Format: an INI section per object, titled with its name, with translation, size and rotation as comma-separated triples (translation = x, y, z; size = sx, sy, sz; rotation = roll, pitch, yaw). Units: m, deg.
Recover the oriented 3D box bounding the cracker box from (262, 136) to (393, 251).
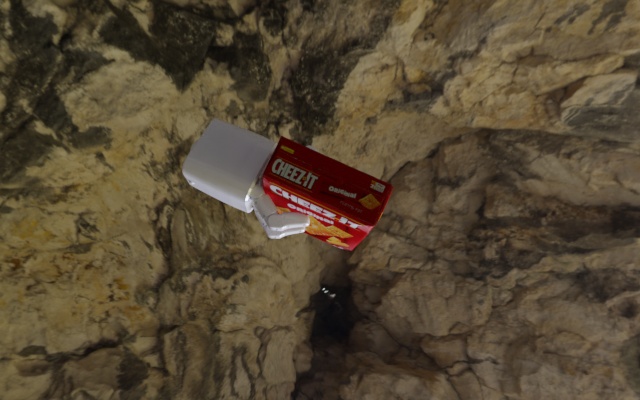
[cracker box]
translation = 0.000, 0.002, 0.718
size = 0.164, 0.072, 0.214
rotation = 24, -15, 1
